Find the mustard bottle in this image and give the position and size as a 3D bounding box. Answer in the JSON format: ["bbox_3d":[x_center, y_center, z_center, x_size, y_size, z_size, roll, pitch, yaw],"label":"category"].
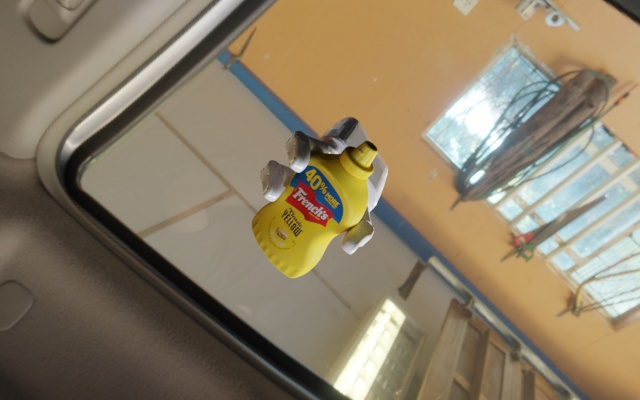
[{"bbox_3d":[0.000,0.002,0.563,0.192,0.096,0.058,-47,-20,30],"label":"mustard bottle"}]
